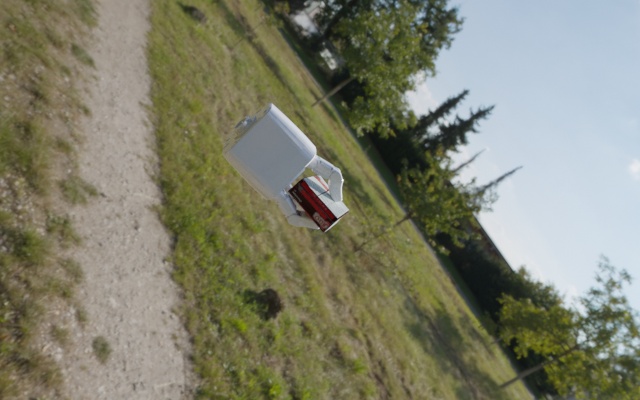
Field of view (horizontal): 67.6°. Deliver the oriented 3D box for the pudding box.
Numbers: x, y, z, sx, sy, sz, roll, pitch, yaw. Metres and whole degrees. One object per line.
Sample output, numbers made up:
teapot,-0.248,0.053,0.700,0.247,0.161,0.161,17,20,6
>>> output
pudding box,0.000,0.003,0.812,0.039,0.090,0.113,-41,-4,16
